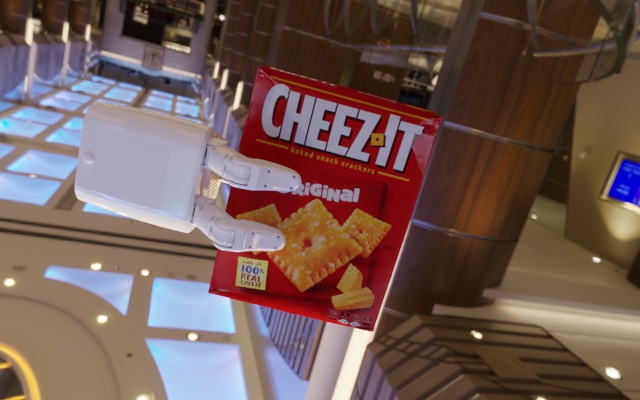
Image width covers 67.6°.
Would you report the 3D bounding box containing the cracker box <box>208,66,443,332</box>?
[{"bbox_3d":[0.000,0.002,0.447,0.164,0.214,0.072,15,15,-2],"label":"cracker box"}]
